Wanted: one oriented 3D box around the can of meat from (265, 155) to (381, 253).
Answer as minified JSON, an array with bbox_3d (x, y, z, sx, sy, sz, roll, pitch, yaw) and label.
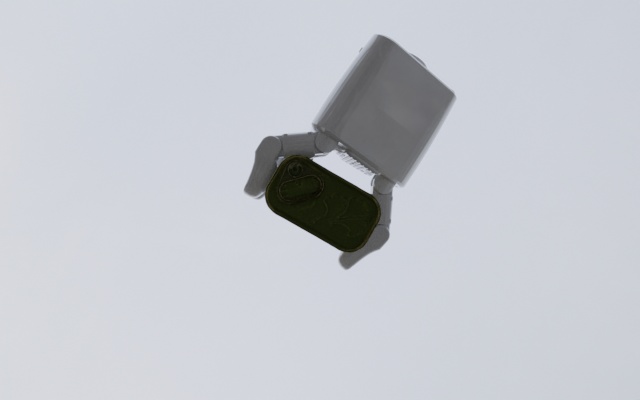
[{"bbox_3d":[0.000,0.002,0.460,0.102,0.057,0.084,30,0,-4],"label":"can of meat"}]
